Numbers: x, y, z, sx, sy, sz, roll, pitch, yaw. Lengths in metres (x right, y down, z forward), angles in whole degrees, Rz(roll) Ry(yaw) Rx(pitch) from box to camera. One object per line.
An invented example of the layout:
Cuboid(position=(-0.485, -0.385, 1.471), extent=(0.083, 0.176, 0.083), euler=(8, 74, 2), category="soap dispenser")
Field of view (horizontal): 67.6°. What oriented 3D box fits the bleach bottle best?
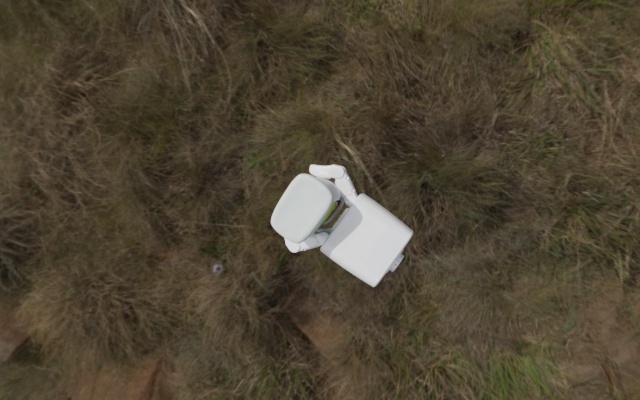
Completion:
Cuboid(position=(0.000, 0.003, 0.796), extent=(0.068, 0.102, 0.251), euler=(36, 13, 8), category="bleach bottle")
